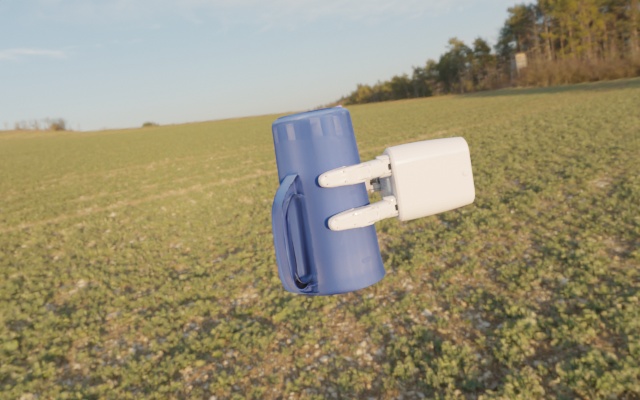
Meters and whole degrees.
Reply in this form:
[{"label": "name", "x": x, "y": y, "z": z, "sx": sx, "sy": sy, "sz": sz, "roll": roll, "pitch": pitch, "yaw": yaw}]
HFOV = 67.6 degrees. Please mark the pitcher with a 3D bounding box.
[{"label": "pitcher", "x": 0.000, "y": 0.002, "z": 0.651, "sx": 0.145, "sy": 0.243, "sz": 0.149, "roll": -11, "pitch": 7, "yaw": -5}]
